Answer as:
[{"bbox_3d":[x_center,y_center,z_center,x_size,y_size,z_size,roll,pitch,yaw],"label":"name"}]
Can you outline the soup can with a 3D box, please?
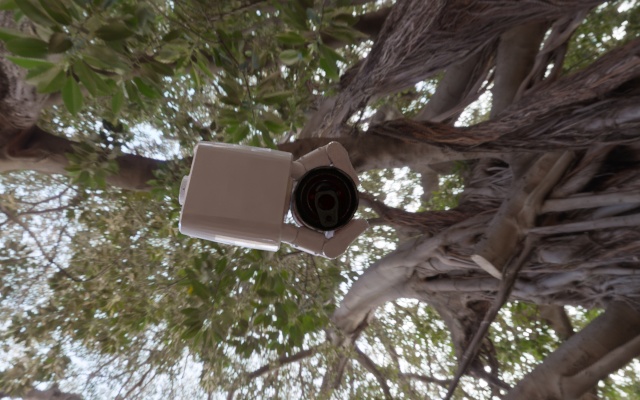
[{"bbox_3d":[0.001,0.002,0.537,0.068,0.068,0.102,0,-4,-7],"label":"soup can"}]
